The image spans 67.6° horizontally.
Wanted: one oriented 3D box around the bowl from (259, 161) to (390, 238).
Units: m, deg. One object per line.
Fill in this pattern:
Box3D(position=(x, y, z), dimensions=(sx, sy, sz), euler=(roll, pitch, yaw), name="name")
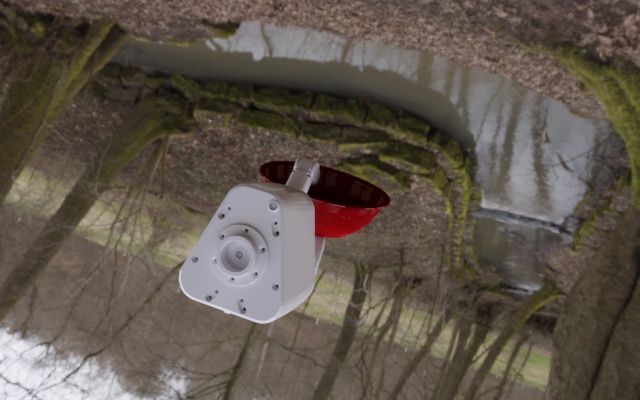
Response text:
Box3D(position=(0.001, 0.002, 0.584), dimensions=(0.162, 0.055, 0.162), euler=(13, 17, -4), name="bowl")
